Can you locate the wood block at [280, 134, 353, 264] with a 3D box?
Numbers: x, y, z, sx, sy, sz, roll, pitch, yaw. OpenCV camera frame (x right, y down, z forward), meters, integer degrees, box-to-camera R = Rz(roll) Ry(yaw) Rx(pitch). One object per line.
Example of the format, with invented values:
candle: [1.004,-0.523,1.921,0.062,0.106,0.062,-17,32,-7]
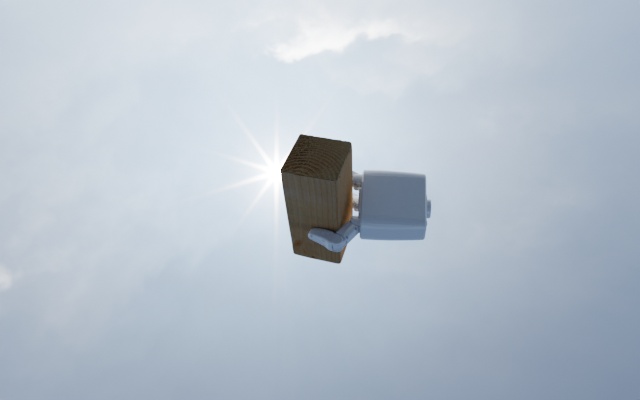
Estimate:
wood block: [0.000,0.003,0.792,0.090,0.090,0.206,11,-41,15]
